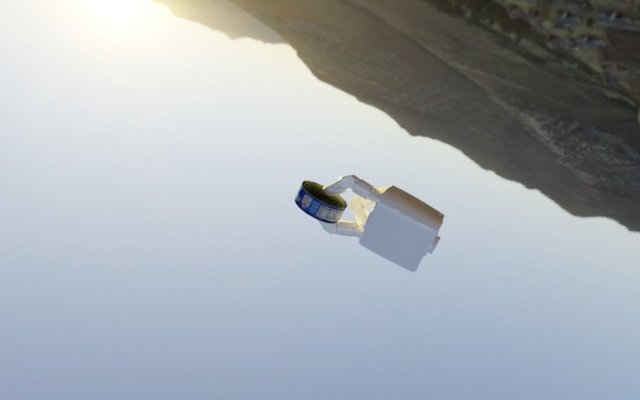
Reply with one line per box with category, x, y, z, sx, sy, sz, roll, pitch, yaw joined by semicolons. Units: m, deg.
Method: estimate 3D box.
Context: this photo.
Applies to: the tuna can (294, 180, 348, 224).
tuna can;0.000;0.003;0.799;0.086;0.034;0.086;26;18;-9
